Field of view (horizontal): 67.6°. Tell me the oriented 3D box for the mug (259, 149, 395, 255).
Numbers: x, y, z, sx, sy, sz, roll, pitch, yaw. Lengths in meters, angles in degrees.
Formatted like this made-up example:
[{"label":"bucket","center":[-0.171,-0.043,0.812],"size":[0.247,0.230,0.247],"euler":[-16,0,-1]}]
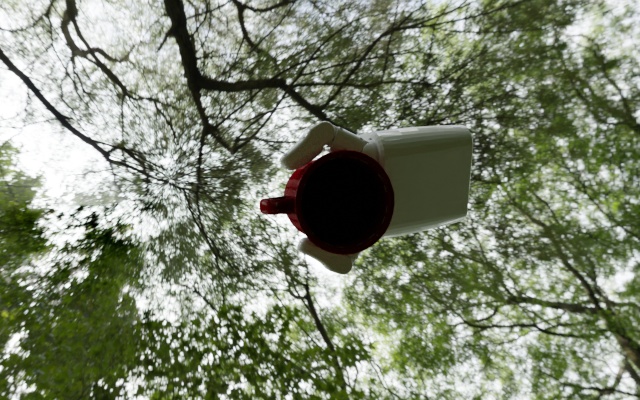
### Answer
[{"label":"mug","center":[-0.001,0.002,0.453],"size":[0.117,0.093,0.081],"euler":[-8,5,-16]}]
